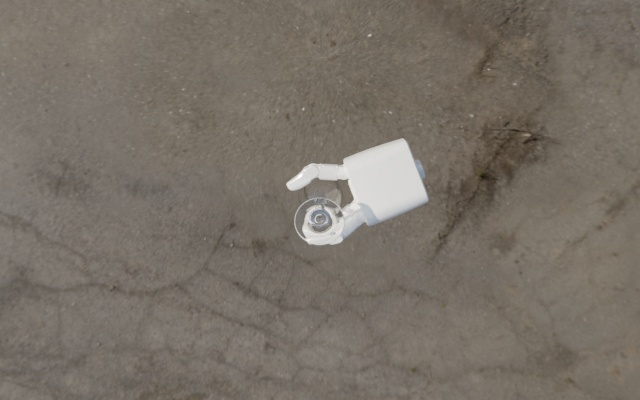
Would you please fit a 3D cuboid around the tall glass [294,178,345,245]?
[{"bbox_3d":[0.000,0.003,0.792,0.079,0.079,0.201,0,17,0],"label":"tall glass"}]
